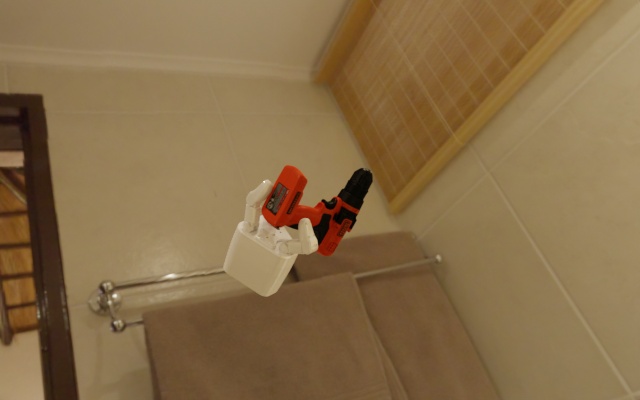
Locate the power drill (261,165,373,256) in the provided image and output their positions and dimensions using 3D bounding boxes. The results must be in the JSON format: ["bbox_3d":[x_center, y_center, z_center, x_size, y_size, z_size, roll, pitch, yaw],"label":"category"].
[{"bbox_3d":[0.000,0.003,0.856,0.188,0.184,0.057,23,7,-43],"label":"power drill"}]
